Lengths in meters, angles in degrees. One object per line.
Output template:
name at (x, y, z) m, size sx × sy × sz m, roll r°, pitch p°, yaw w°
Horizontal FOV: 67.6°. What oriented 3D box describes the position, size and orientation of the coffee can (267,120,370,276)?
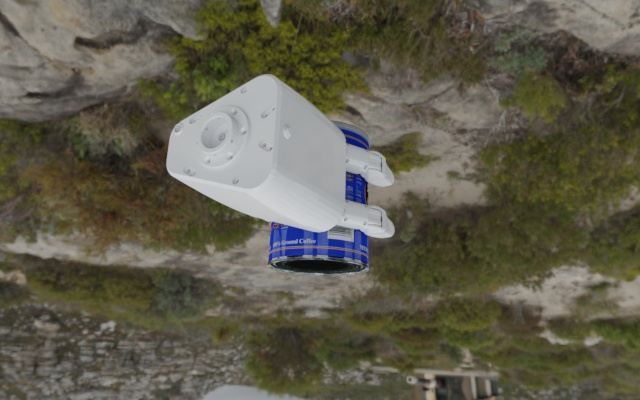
coffee can at (0.000, 0.002, 0.499) m, size 0.103 × 0.140 × 0.103 m, roll 2°, pitch -17°, yaw 1°
